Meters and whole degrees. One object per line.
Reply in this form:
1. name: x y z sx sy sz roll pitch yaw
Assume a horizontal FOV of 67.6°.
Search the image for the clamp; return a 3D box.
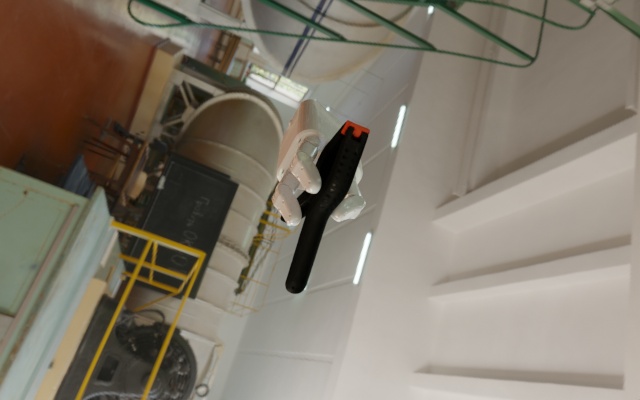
1. clamp: 0.001 0.002 0.590 0.036 0.210 0.164 19 34 -19
